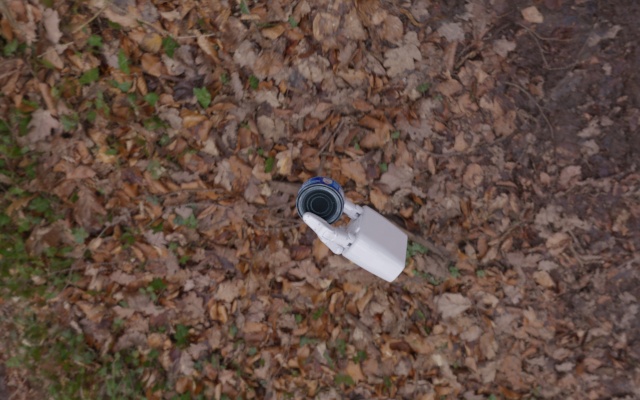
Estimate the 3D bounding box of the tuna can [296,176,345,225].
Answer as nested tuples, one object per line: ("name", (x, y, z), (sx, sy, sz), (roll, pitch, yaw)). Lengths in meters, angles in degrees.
("tuna can", (0.000, 0.003, 0.840), (0.086, 0.086, 0.033), (0, 24, 7))
